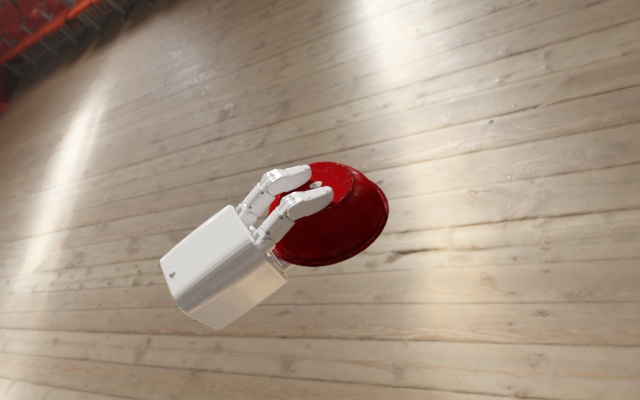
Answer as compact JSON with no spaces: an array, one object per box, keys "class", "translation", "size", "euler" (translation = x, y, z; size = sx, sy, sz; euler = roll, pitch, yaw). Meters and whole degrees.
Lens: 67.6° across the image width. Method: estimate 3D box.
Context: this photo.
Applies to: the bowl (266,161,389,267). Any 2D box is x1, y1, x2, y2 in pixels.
[{"class":"bowl","translation":[0.001,0.001,0.584],"size":[0.162,0.055,0.162],"euler":[-10,41,9]}]
